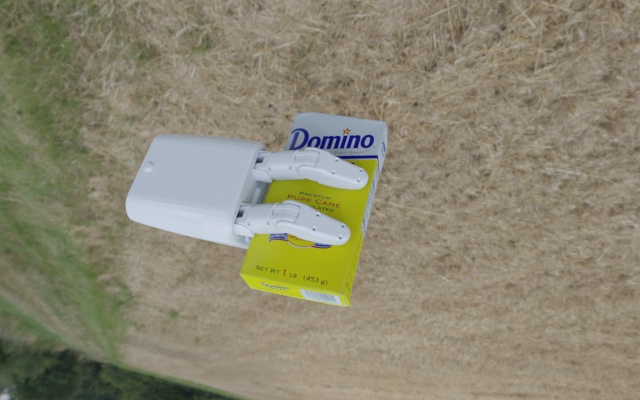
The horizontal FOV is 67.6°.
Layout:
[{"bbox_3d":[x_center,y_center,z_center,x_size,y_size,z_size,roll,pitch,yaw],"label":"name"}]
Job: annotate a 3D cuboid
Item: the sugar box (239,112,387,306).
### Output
[{"bbox_3d":[0.000,0.001,0.439,0.093,0.176,0.048,9,-25,14],"label":"sugar box"}]
